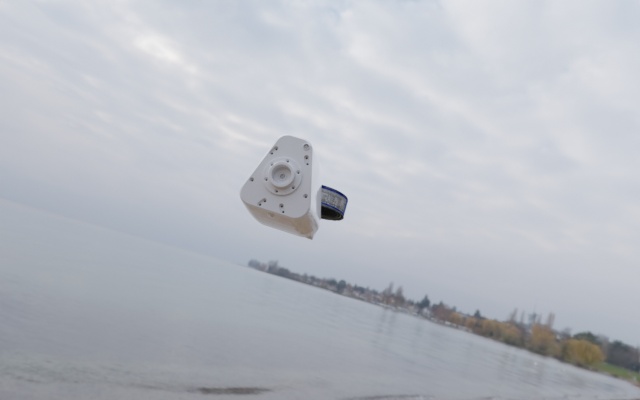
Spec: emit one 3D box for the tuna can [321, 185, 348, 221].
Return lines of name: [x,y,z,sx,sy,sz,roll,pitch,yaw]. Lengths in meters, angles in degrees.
tuna can: [0.000,0.002,0.767,0.086,0.033,0.086,15,-15,4]
